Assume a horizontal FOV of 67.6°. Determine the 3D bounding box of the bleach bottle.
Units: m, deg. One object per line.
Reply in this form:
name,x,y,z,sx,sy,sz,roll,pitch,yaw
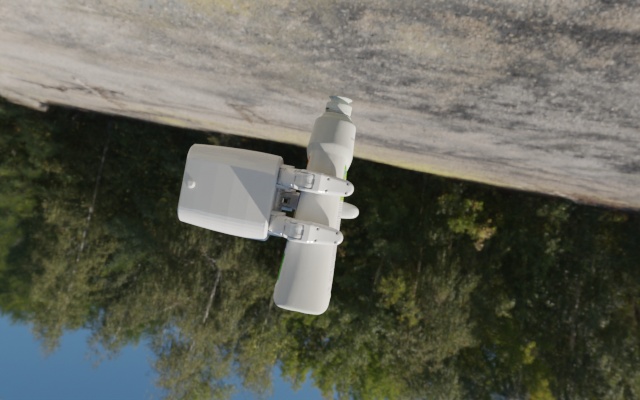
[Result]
bleach bottle,0.000,0.002,0.577,0.068,0.251,0.102,11,1,2
